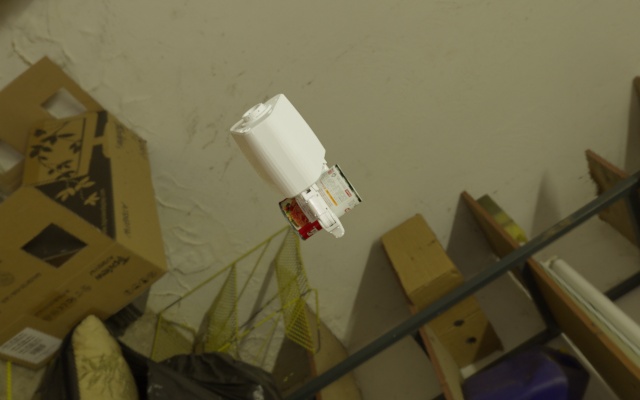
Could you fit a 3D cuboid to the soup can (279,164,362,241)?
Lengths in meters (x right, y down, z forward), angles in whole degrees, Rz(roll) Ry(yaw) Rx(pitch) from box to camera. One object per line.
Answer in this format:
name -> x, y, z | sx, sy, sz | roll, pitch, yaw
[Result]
soup can -> 0.001, 0.003, 0.690 | 0.102, 0.068, 0.068 | -34, -3, 5
